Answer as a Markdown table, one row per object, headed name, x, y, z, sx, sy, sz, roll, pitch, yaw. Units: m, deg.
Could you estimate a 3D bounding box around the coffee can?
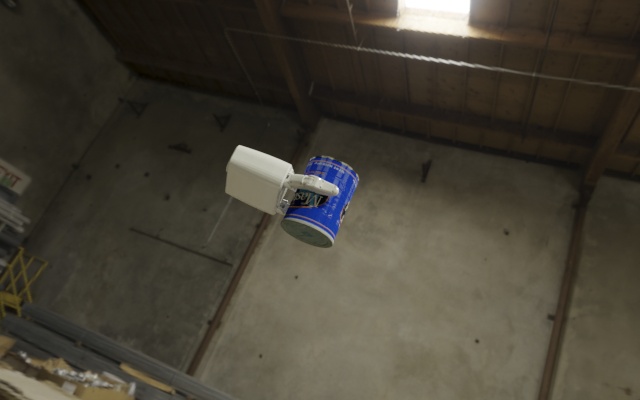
| name | x | y | z | sx | sy | sz | roll | pitch | yaw |
| --- | --- | --- | --- | --- | --- | --- | --- | --- | --- |
| coffee can | 0.000 | 0.003 | 0.887 | 0.103 | 0.140 | 0.103 | 20 | -22 | 8 |
